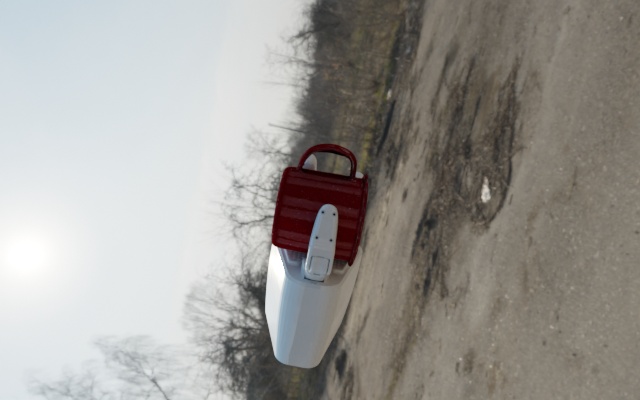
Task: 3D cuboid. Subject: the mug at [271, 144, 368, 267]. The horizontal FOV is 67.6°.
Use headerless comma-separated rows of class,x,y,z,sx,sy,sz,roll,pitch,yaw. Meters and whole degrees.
mug,0.000,0.000,0.466,0.081,0.117,0.093,10,23,-1
